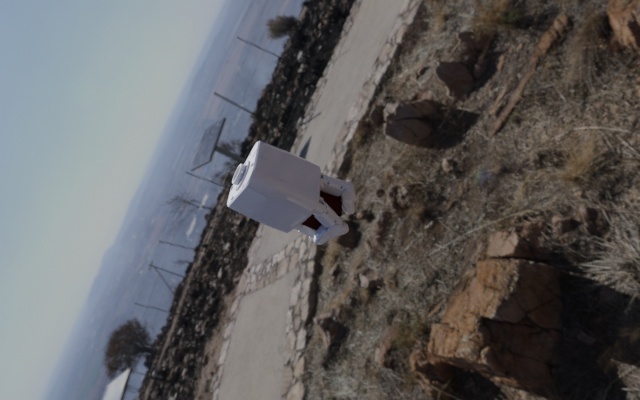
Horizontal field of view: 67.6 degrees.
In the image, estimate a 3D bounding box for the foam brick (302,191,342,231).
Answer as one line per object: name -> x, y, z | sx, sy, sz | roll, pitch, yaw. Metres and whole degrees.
foam brick -> 0.000, 0.002, 0.767 | 0.051, 0.078, 0.053 | 24, -50, -19
